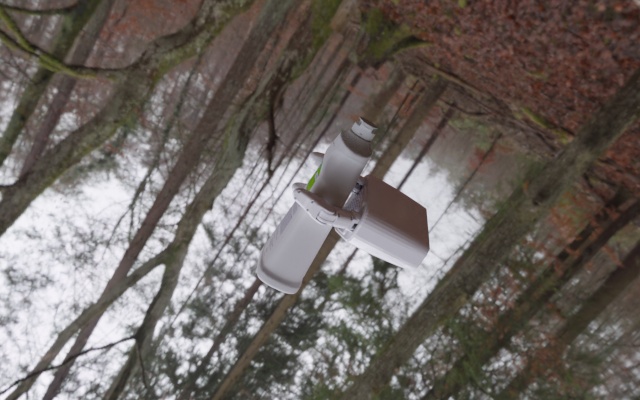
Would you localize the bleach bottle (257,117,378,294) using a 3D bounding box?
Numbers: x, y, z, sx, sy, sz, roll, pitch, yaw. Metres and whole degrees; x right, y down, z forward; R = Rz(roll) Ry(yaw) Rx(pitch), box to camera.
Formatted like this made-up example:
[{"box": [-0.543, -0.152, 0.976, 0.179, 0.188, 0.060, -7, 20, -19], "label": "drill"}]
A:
[{"box": [0.000, 0.002, 0.653, 0.068, 0.251, 0.102, 27, 20, -13], "label": "bleach bottle"}]
